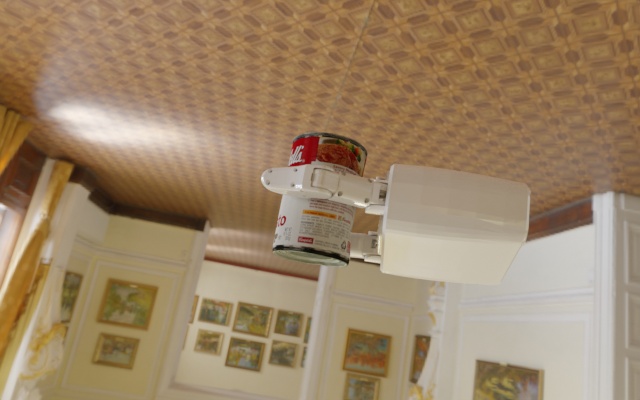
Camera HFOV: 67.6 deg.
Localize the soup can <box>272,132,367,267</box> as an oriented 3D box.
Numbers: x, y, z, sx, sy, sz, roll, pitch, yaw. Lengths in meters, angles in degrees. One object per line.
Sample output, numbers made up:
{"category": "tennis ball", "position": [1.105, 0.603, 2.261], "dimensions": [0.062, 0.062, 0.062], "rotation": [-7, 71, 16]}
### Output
{"category": "soup can", "position": [0.000, 0.002, 0.414], "dimensions": [0.068, 0.102, 0.068], "rotation": [9, -15, 3]}
